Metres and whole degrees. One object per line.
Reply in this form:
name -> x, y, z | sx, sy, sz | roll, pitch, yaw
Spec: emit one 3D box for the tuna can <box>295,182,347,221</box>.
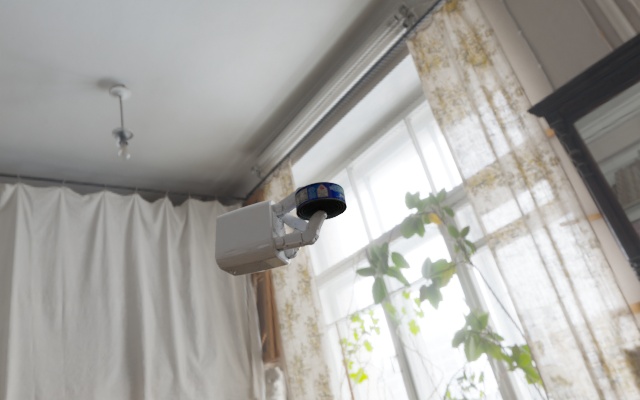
tuna can -> 0.000, 0.002, 0.797 | 0.086, 0.033, 0.086 | -7, -25, -3
